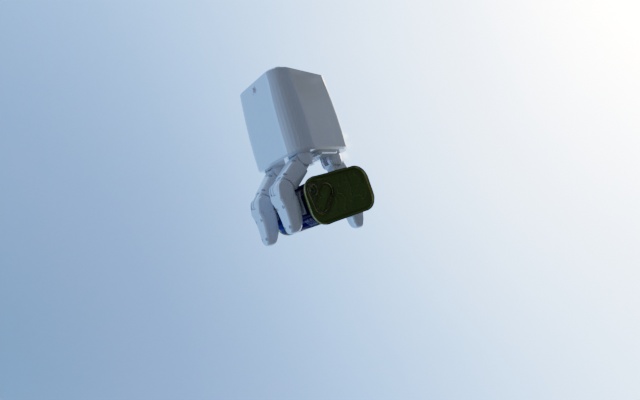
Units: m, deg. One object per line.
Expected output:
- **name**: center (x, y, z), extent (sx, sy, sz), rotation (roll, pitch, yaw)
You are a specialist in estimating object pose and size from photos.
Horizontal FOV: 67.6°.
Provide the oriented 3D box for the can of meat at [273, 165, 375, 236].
- **can of meat**: center (0.000, 0.002, 0.584), extent (0.102, 0.057, 0.084), rotation (-18, -3, -40)
